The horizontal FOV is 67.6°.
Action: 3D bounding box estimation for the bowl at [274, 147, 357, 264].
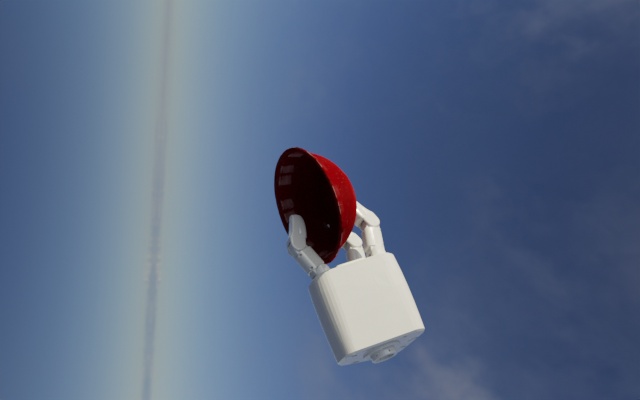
[{"bbox_3d":[0.000,0.001,0.649,0.055,0.162,0.162,-18,10,-31],"label":"bowl"}]
